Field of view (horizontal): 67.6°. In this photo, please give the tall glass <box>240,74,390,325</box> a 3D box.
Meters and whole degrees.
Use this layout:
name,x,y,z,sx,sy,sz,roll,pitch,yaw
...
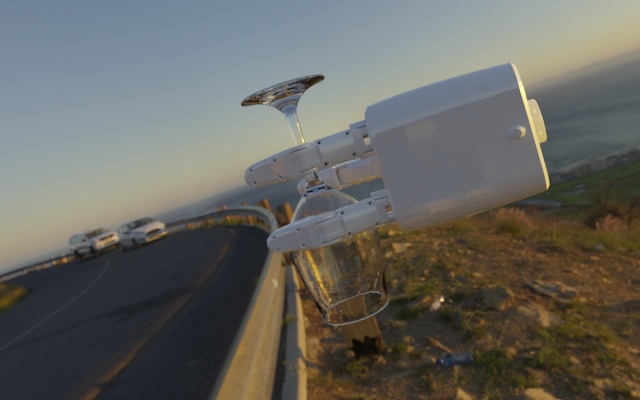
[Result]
name,x,y,z,sx,sy,sz,roll,pitch,yaw
tall glass,0.000,0.001,0.409,0.079,0.201,0.079,-18,6,2
